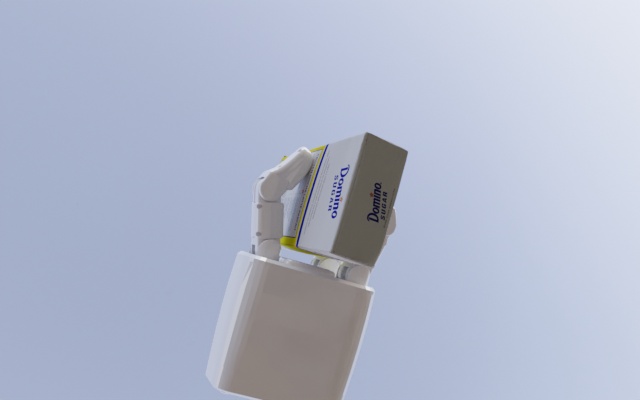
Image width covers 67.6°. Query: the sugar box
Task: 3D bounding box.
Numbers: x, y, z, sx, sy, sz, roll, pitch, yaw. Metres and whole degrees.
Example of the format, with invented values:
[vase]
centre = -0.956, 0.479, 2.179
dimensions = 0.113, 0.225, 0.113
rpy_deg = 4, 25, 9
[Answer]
[sugar box]
centre = 0.000, 0.002, 0.415
dimensions = 0.048, 0.093, 0.176
rpy_deg = 21, -9, -25
